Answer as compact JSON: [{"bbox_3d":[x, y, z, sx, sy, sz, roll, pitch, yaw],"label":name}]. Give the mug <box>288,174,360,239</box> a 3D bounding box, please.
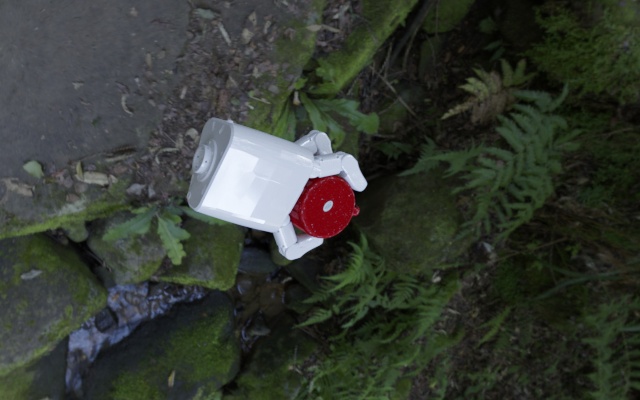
[{"bbox_3d":[0.001,0.002,0.623,0.117,0.093,0.081,16,7,-34],"label":"mug"}]
